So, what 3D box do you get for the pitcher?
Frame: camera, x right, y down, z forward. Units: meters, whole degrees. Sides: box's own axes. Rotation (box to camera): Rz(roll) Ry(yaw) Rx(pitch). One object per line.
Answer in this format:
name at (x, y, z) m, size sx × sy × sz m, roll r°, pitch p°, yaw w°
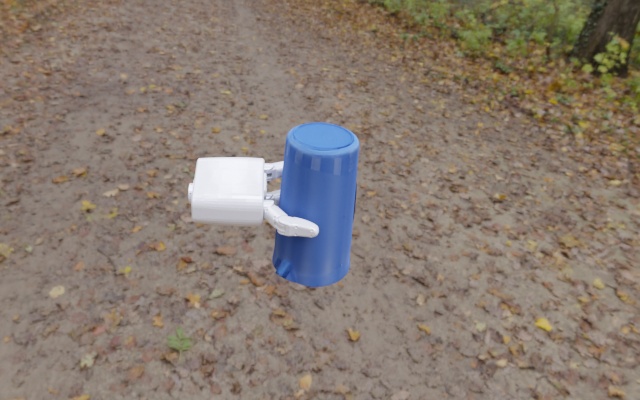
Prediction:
pitcher at (0.000, 0.003, 0.763) m, size 0.145 × 0.243 × 0.149 m, roll 2°, pitch 32°, yaw -7°
